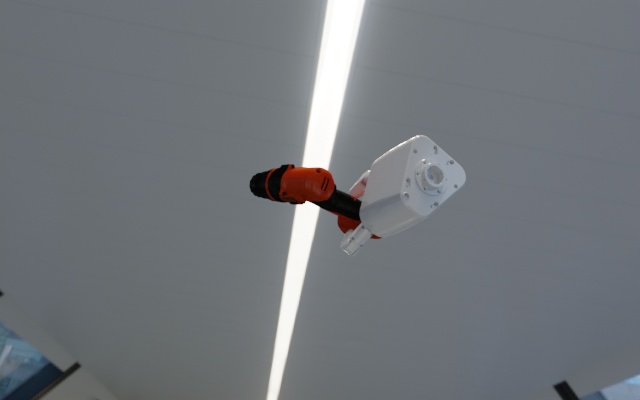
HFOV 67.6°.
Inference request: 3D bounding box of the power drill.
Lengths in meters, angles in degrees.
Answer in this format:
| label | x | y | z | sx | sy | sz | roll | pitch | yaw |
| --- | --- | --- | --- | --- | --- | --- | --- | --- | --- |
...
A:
| label | x | y | z | sx | sy | sz | roll | pitch | yaw |
| --- | --- | --- | --- | --- | --- | --- | --- | --- | --- |
| power drill | 0.001 | 0.003 | 0.735 | 0.188 | 0.057 | 0.184 | 24 | -12 | -35 |
